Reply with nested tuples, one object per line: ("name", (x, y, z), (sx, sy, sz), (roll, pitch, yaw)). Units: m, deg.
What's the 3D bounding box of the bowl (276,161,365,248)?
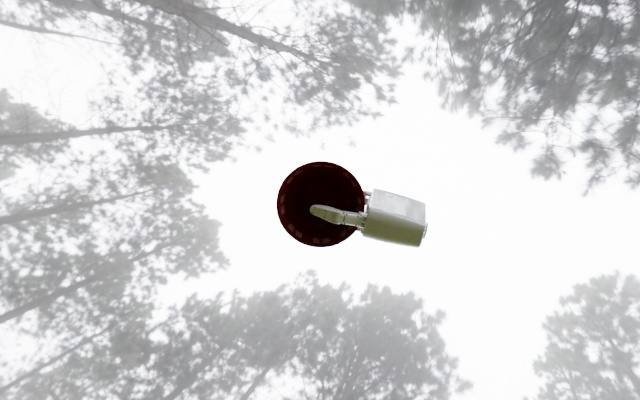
("bowl", (-0.001, 0.002, 0.885), (0.162, 0.162, 0.055), (0, 14, -1))
